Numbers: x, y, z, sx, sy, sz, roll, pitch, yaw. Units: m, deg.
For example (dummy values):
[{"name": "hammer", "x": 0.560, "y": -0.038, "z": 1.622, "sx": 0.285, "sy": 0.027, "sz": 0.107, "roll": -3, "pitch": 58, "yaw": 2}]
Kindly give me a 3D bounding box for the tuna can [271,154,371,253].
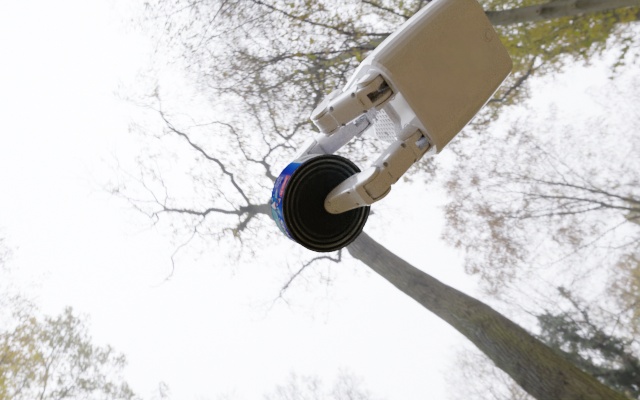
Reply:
[{"name": "tuna can", "x": 0.000, "y": 0.001, "z": 0.424, "sx": 0.086, "sy": 0.086, "sz": 0.033, "roll": 0, "pitch": 6, "yaw": -27}]
